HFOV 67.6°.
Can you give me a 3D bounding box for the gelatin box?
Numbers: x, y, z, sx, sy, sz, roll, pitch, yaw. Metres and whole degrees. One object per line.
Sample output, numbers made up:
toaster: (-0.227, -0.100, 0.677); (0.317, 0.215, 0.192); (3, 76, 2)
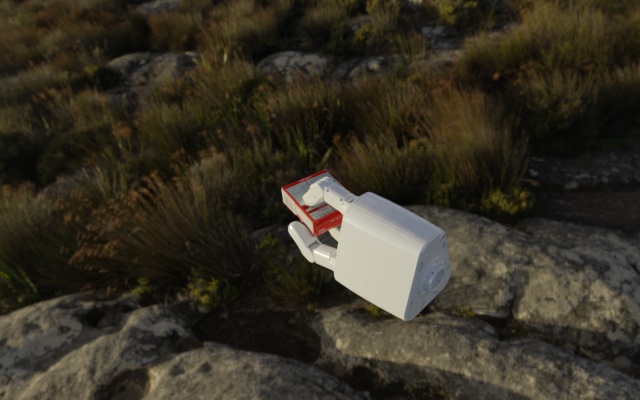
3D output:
gelatin box: (0.000, 0.002, 0.649); (0.073, 0.030, 0.089); (-24, 45, -22)
